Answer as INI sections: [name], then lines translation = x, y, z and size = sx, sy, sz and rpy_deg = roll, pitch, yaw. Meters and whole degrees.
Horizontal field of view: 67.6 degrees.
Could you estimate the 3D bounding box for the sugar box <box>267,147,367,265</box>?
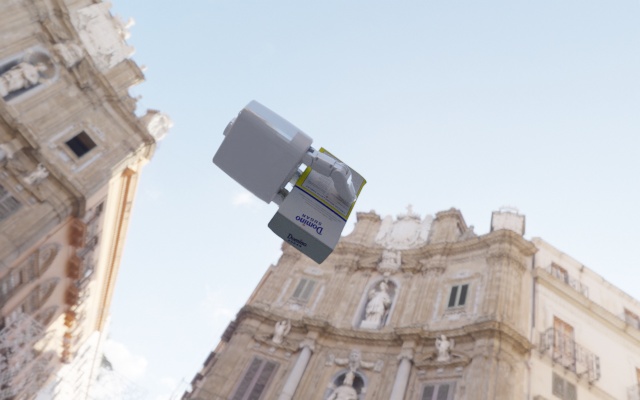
[sugar box]
translation = 0.000, 0.002, 0.696
size = 0.093, 0.176, 0.048
rpy_deg = 36, -47, -4
